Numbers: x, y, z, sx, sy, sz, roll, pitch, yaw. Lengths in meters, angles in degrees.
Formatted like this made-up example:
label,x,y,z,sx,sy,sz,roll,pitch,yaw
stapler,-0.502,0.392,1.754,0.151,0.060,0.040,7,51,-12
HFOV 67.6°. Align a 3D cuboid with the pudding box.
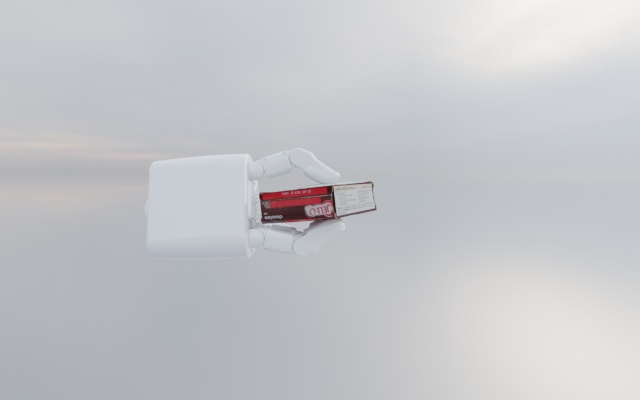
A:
label,x,y,z,sx,sy,sz,roll,pitch,yaw
pudding box,0.000,0.002,0.528,0.090,0.039,0.113,-4,4,28
